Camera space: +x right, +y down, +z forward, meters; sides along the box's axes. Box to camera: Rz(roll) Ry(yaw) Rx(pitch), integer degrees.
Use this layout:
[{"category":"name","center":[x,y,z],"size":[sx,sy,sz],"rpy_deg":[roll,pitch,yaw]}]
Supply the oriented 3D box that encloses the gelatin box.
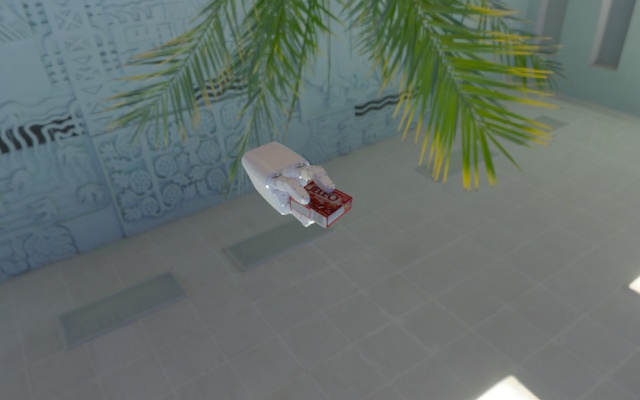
[{"category":"gelatin box","center":[0.000,0.003,0.852],"size":[0.089,0.030,0.073],"rpy_deg":[29,47,29]}]
